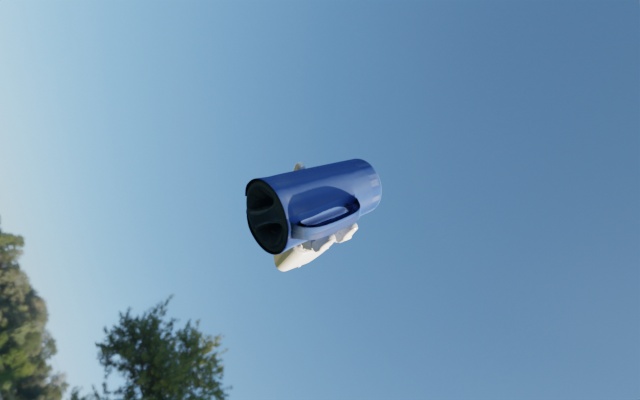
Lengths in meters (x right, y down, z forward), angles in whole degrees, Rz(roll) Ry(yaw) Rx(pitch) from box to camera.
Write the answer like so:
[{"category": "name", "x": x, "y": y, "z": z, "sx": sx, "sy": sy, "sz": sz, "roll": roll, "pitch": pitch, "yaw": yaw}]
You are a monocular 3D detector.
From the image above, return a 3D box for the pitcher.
[{"category": "pitcher", "x": 0.000, "y": 0.003, "z": 0.858, "sx": 0.243, "sy": 0.149, "sz": 0.145, "roll": -19, "pitch": -17, "yaw": -36}]
